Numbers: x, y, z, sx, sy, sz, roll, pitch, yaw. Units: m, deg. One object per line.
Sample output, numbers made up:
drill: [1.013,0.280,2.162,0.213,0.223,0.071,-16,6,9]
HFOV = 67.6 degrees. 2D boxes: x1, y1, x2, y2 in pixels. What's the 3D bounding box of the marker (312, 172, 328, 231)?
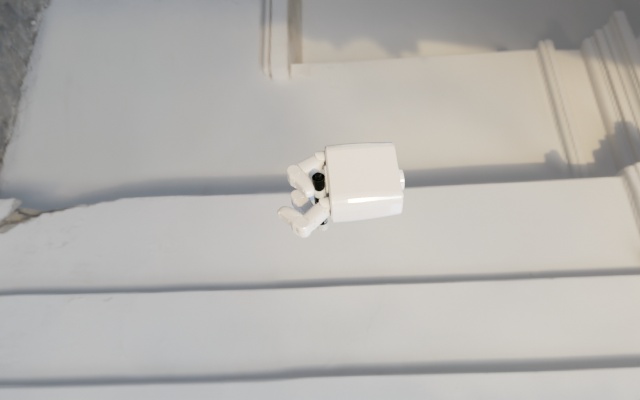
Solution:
marker: [0.000,0.002,0.712,0.020,0.020,0.121,0,-40,4]
